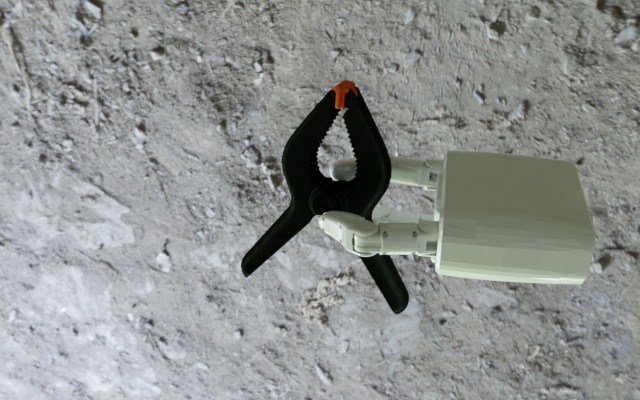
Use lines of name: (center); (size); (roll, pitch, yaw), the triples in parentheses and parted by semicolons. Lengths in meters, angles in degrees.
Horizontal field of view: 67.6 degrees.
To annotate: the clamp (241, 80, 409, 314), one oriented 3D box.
clamp: (0.000, 0.001, 0.422); (0.164, 0.210, 0.036); (5, 24, 13)
